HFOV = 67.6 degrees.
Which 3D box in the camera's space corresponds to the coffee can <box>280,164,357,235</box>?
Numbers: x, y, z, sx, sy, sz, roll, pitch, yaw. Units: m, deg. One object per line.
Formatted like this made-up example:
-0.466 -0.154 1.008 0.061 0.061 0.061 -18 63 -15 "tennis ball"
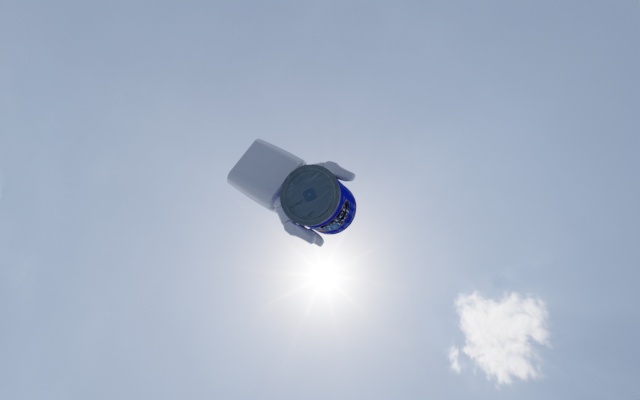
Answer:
0.000 0.003 0.845 0.103 0.103 0.140 0 -10 16 "coffee can"
